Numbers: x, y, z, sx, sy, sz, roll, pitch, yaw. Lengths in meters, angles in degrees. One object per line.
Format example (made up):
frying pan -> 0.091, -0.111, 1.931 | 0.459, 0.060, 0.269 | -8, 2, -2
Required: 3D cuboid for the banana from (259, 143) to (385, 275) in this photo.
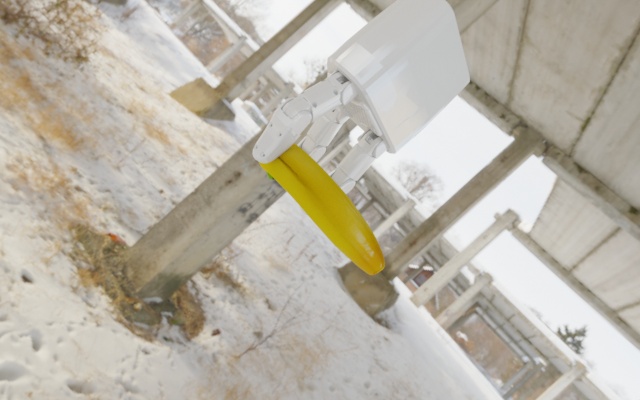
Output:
banana -> -0.010, -0.011, 0.416 | 0.197, 0.037, 0.070 | 44, -7, 49
